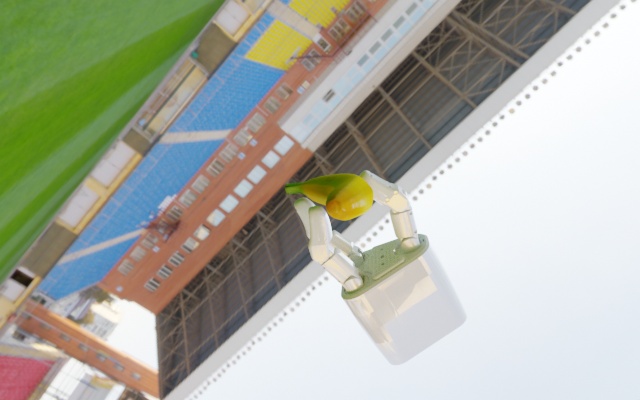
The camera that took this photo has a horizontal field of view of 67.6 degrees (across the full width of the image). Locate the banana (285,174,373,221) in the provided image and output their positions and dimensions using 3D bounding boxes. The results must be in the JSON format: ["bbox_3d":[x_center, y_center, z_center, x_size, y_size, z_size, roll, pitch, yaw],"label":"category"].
[{"bbox_3d":[0.017,-0.004,0.478,0.069,0.037,0.198,-17,8,-13],"label":"banana"}]
